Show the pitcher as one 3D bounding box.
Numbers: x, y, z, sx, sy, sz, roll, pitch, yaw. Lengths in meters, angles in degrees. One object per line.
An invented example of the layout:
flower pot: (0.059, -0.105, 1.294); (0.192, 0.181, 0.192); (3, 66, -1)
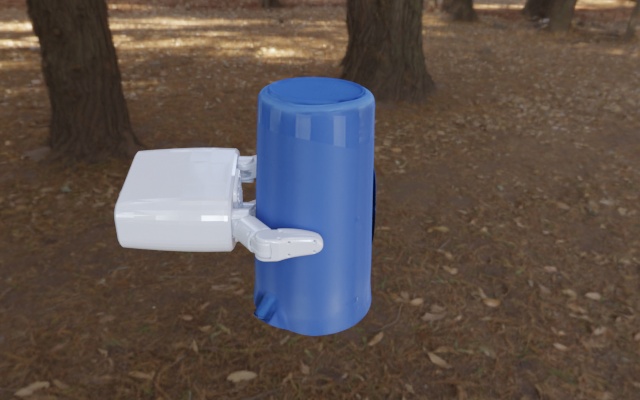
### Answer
pitcher: (0.000, 0.002, 0.497); (0.145, 0.243, 0.149); (0, 27, -4)
